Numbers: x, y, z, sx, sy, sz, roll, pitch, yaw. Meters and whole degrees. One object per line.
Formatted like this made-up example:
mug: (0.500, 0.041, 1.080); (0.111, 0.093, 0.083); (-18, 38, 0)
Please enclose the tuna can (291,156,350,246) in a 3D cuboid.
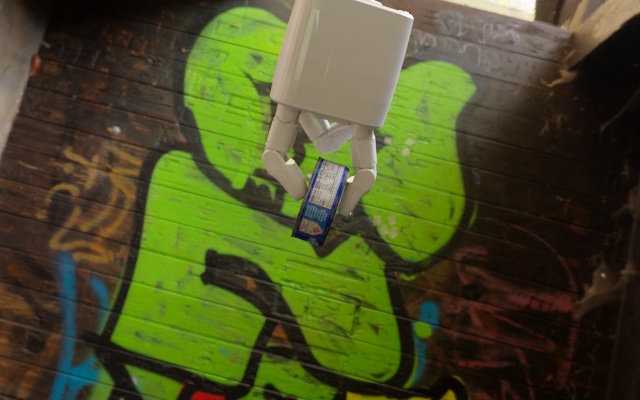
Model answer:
tuna can: (0.001, 0.002, 0.479); (0.034, 0.086, 0.086); (19, 0, 0)
